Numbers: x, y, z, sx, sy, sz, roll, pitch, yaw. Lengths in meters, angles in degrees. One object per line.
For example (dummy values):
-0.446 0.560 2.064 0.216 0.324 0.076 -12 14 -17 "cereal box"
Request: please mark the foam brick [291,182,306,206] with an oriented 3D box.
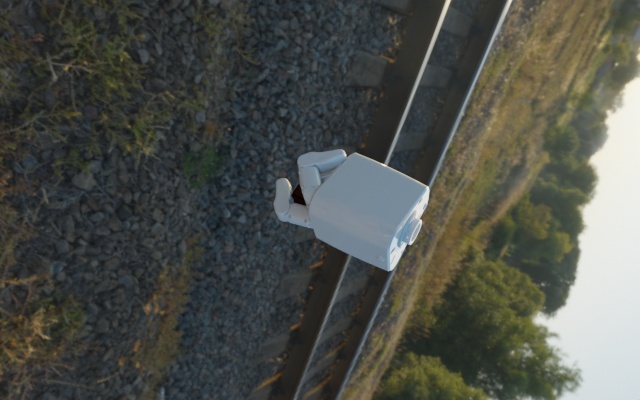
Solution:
0.000 0.002 0.656 0.051 0.053 0.078 24 -24 21 "foam brick"
